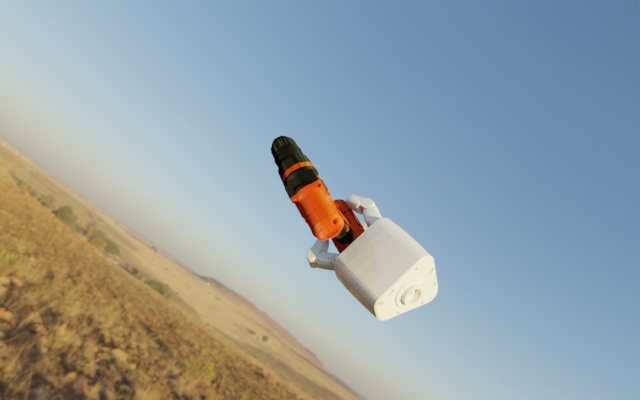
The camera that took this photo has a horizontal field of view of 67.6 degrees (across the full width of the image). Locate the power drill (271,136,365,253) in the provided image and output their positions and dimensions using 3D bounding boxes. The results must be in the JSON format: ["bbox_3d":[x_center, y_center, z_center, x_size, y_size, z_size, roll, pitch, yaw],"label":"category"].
[{"bbox_3d":[0.000,0.003,0.734,0.057,0.184,0.188,-33,-32,9],"label":"power drill"}]
